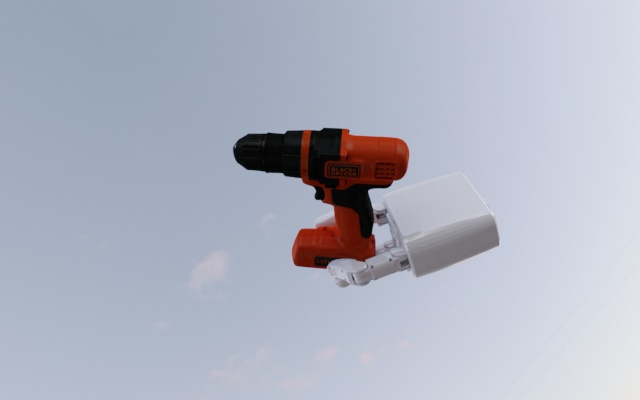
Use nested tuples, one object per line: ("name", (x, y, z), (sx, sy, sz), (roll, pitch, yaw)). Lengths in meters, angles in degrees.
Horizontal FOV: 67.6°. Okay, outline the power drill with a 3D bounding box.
("power drill", (0.000, 0.002, 0.548), (0.184, 0.057, 0.188), (4, -44, 5))
